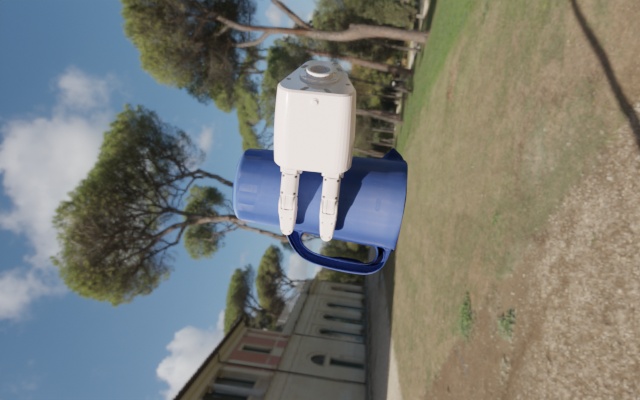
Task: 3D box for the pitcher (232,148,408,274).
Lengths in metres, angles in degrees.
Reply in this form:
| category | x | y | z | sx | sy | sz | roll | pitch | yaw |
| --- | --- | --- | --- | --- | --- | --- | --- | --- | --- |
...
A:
| category | x | y | z | sx | sy | sz | roll | pitch | yaw |
| --- | --- | --- | --- | --- | --- | --- | --- | --- | --- |
| pitcher | 0.000 | 0.002 | 0.696 | 0.243 | 0.145 | 0.149 | 8 | 37 | 4 |
